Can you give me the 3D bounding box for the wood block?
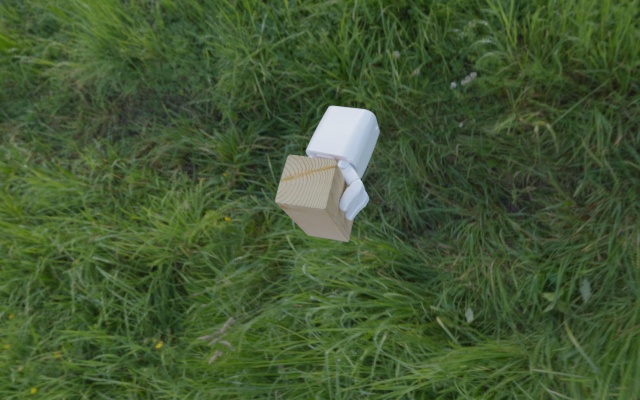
[{"bbox_3d":[0.000,0.002,0.882,0.091,0.090,0.206,9,-17,18],"label":"wood block"}]
